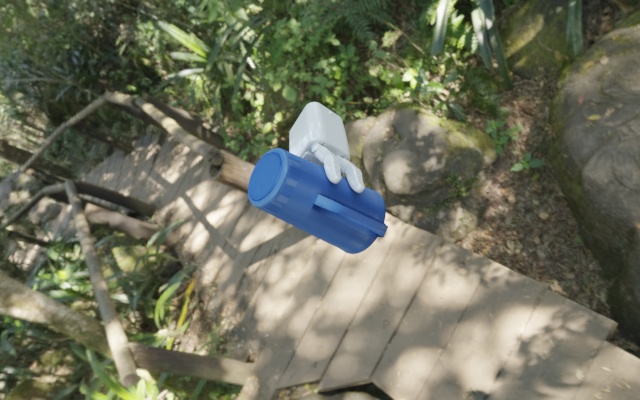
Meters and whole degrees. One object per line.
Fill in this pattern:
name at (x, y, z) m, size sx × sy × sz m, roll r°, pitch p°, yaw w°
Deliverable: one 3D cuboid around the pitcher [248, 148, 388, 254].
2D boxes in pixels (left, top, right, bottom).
pitcher at (0.000, 0.003, 0.858) m, size 0.243 × 0.145 × 0.149 m, roll 25°, pitch -45°, yaw -36°
